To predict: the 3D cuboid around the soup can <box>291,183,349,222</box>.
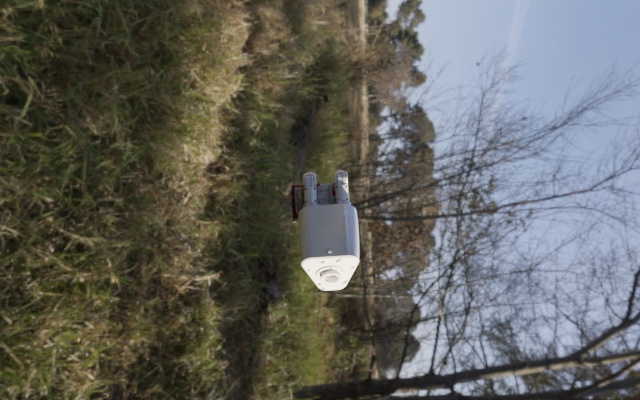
[{"bbox_3d":[0.000,0.002,0.862,0.102,0.068,0.068,-4,0,1],"label":"soup can"}]
